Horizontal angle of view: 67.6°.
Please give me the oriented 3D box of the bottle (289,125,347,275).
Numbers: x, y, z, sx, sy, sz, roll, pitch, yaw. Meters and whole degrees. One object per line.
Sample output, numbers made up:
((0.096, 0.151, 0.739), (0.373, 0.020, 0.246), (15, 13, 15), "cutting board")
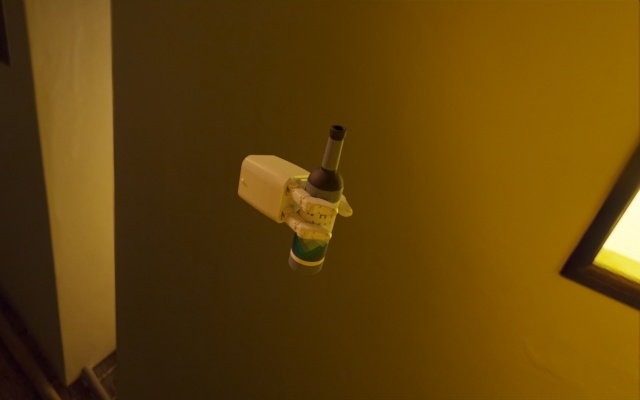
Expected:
((0.000, 0.003, 0.864), (0.069, 0.296, 0.069), (10, 31, -6), "bottle")
